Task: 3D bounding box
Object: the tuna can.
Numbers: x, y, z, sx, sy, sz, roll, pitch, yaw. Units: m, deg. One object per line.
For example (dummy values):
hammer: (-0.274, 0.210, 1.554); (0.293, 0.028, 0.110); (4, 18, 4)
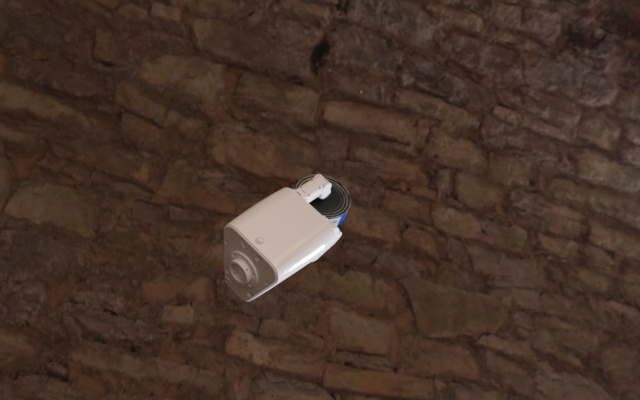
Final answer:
tuna can: (0.000, 0.003, 0.714); (0.086, 0.086, 0.034); (0, -41, -20)
